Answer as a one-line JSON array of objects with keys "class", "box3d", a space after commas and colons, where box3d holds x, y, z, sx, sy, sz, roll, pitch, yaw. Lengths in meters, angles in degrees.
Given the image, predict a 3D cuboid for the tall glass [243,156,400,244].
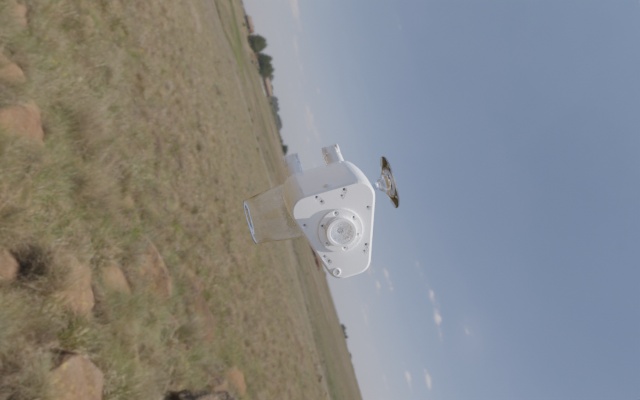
[{"class": "tall glass", "box3d": [0.001, 0.002, 0.649, 0.201, 0.079, 0.079, -16, 1, -3]}]
